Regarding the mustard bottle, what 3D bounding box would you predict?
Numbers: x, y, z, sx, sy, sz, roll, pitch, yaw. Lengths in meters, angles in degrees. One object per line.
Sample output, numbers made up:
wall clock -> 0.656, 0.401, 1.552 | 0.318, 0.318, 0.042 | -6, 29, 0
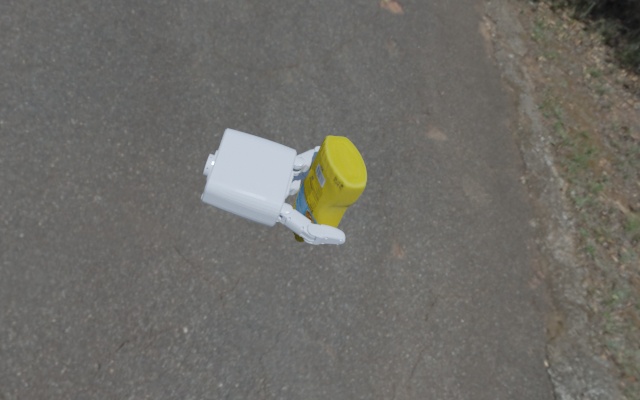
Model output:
mustard bottle -> 0.001, 0.002, 0.705 | 0.058, 0.096, 0.192 | -1, -37, -28
